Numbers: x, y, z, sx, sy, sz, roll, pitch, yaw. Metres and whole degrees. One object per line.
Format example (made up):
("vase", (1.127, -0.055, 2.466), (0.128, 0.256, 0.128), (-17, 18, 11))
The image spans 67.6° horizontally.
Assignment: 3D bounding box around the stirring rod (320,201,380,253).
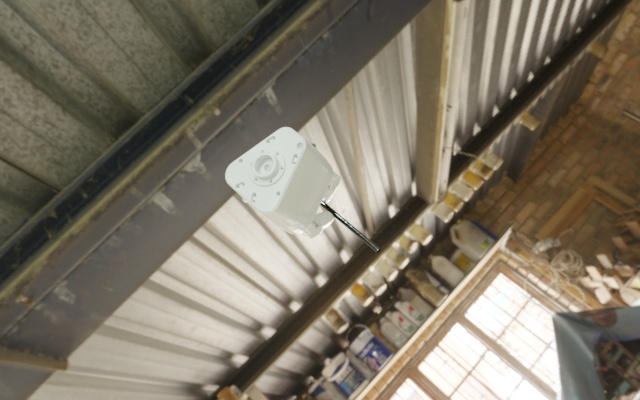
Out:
("stirring rod", (0.000, 0.002, 0.740), (0.239, 0.011, 0.011), (40, 19, 24))
